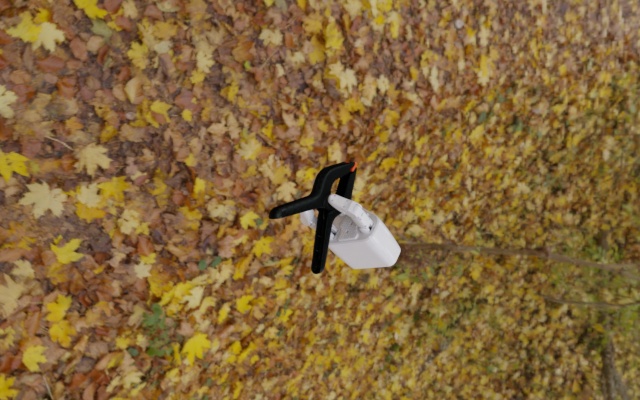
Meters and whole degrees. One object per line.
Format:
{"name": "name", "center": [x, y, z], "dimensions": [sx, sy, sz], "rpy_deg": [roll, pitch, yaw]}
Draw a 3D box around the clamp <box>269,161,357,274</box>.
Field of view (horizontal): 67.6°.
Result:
{"name": "clamp", "center": [0.001, 0.003, 0.838], "dimensions": [0.036, 0.210, 0.165], "rpy_deg": [9, -29, 42]}
